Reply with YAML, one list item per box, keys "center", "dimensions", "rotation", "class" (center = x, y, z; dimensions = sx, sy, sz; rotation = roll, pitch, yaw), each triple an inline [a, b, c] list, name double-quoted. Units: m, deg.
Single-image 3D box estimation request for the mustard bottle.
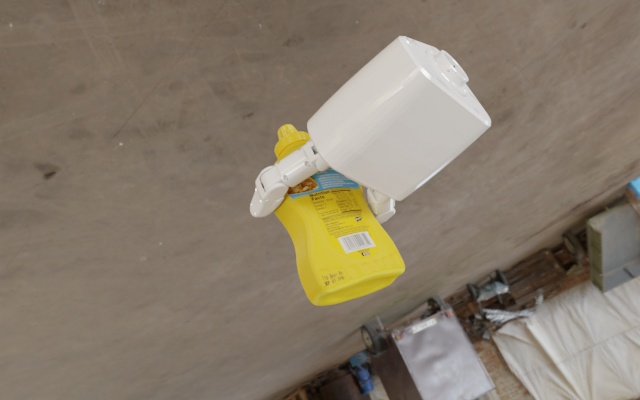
- center: [0.000, 0.002, 0.467]
  dimensions: [0.096, 0.191, 0.058]
  rotation: [-10, -29, -30]
  class: "mustard bottle"
